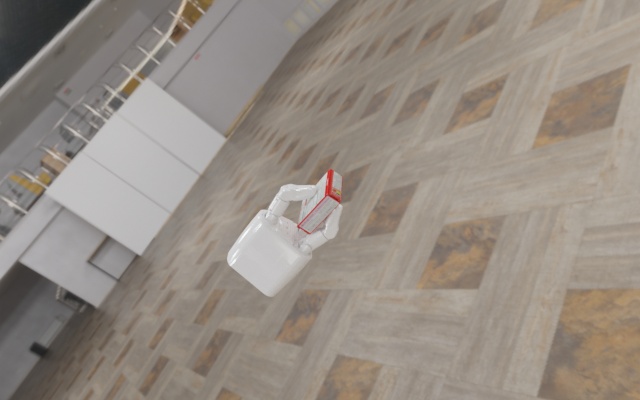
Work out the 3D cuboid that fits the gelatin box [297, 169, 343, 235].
[{"bbox_3d":[0.000,0.002,0.784,0.030,0.089,0.073,31,34,-16],"label":"gelatin box"}]
